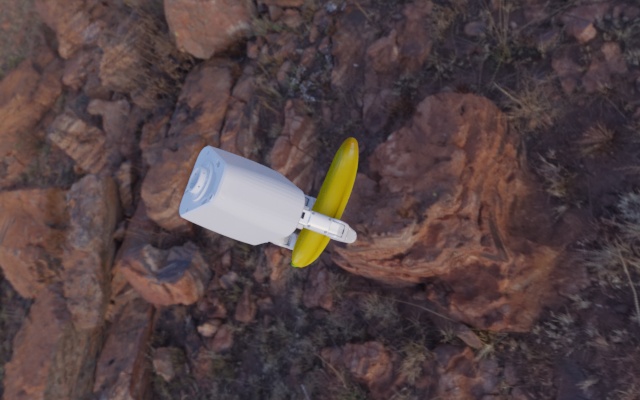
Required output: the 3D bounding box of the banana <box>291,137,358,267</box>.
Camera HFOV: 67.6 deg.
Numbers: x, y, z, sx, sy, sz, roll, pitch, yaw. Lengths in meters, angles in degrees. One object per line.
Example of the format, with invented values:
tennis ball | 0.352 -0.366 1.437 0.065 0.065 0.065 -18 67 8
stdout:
banana | 0.004 0.011 0.622 0.037 0.198 0.069 22 12 -23
